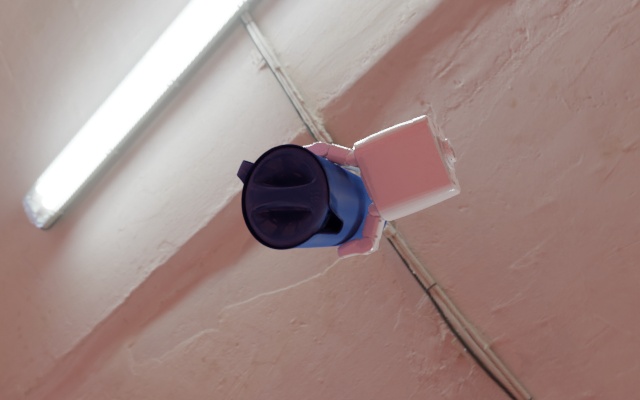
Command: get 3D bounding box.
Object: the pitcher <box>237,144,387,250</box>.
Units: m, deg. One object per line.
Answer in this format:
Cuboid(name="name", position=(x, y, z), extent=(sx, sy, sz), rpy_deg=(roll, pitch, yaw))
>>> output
Cuboid(name="pitcher", position=(0.000, 0.002, 0.698), extent=(0.145, 0.149, 0.243), rpy_deg=(-22, -16, 25))
